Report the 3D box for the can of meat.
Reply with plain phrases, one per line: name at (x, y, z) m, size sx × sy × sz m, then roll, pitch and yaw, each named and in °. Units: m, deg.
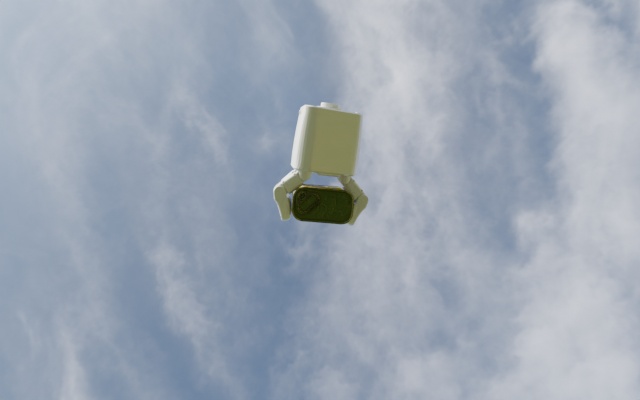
can of meat at (0.000, 0.003, 0.819) m, size 0.102 × 0.057 × 0.084 m, roll 5°, pitch 8°, yaw -7°
